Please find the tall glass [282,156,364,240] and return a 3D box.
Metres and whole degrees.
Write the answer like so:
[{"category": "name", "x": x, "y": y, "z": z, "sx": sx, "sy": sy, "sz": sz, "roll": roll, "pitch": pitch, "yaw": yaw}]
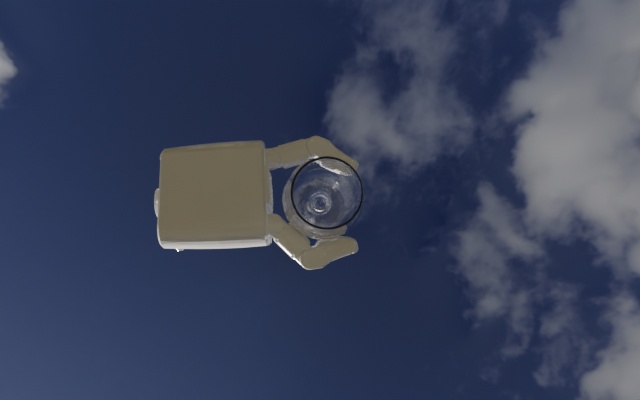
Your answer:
[{"category": "tall glass", "x": 0.000, "y": 0.002, "z": 0.498, "sx": 0.079, "sy": 0.079, "sz": 0.201, "roll": 0, "pitch": -5, "yaw": -3}]
